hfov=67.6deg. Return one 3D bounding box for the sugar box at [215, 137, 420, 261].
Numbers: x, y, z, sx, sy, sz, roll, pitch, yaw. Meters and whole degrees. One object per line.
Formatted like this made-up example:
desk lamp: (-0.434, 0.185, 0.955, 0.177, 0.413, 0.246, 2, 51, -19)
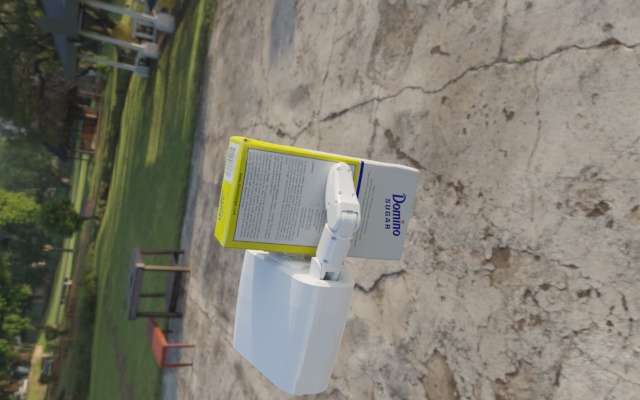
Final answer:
sugar box: (0.000, 0.001, 0.439, 0.176, 0.093, 0.048, 8, 9, -27)
